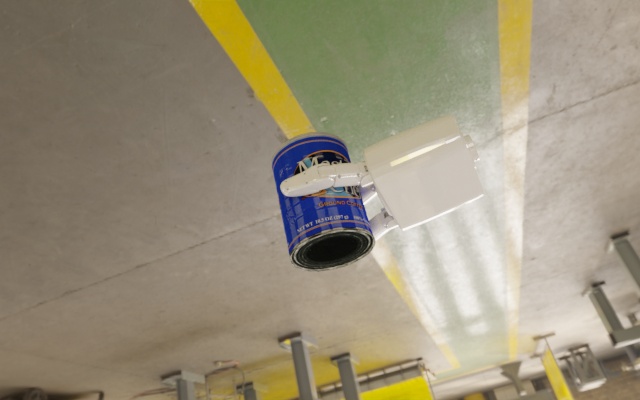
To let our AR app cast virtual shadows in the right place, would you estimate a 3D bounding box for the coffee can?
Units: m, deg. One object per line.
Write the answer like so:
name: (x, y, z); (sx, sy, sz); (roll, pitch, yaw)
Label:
coffee can: (0.000, 0.002, 0.587); (0.103, 0.140, 0.103); (-10, -31, -6)
